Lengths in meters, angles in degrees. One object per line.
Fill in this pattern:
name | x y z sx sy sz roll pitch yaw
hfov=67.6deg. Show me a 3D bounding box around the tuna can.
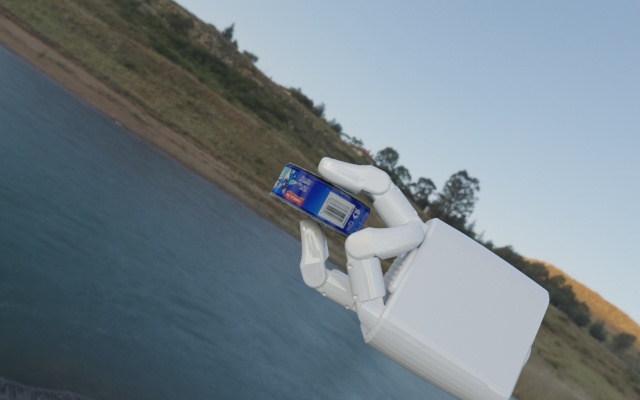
tuna can | 0.000 0.001 0.418 0.086 0.034 0.086 29 -1 1
